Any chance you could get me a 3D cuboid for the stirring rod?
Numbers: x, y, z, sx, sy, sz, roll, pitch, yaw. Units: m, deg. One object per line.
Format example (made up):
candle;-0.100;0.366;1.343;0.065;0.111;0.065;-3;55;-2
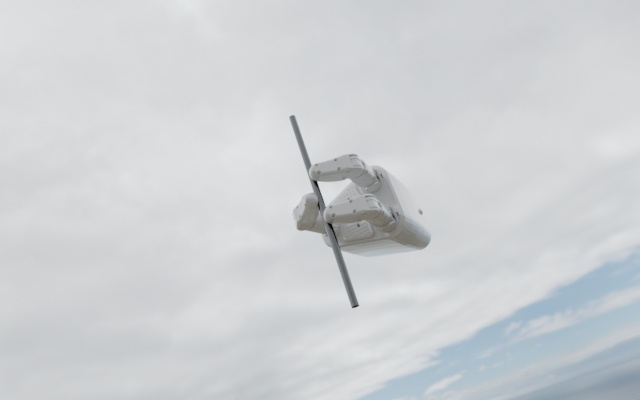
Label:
stirring rod;0.000;0.002;0.519;0.011;0.239;0.011;-15;-27;-8
